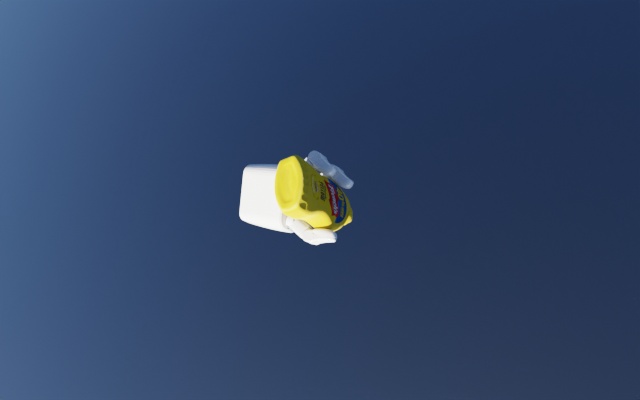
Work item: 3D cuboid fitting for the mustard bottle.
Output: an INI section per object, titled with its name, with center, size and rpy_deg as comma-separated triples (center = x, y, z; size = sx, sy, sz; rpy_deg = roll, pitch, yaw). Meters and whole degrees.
[mustard bottle]
center = 0.000, 0.003, 0.806
size = 0.058, 0.096, 0.192
rpy_deg = -19, -28, 27
